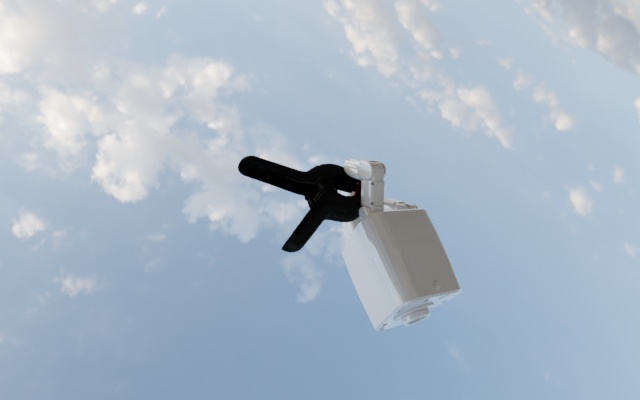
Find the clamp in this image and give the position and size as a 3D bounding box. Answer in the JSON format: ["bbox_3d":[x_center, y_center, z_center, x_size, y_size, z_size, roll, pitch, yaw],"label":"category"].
[{"bbox_3d":[0.000,0.002,0.536,0.171,0.120,0.039,-2,-31,-34],"label":"clamp"}]
